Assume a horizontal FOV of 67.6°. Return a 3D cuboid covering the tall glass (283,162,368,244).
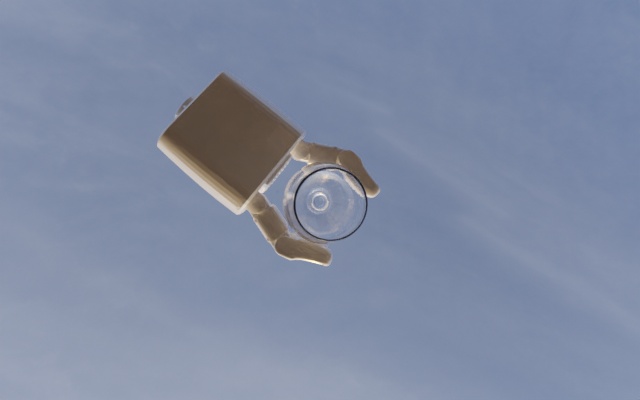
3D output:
[{"bbox_3d":[0.000,0.002,0.490,0.079,0.079,0.201,0,1,-5],"label":"tall glass"}]
